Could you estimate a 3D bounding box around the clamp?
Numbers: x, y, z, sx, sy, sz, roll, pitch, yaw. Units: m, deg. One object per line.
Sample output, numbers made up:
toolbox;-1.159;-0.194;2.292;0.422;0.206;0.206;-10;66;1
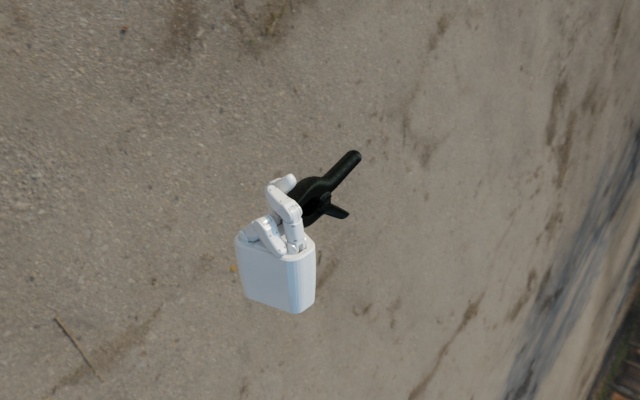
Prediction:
clamp;0.000;0.003;0.719;0.039;0.120;0.171;26;41;37
